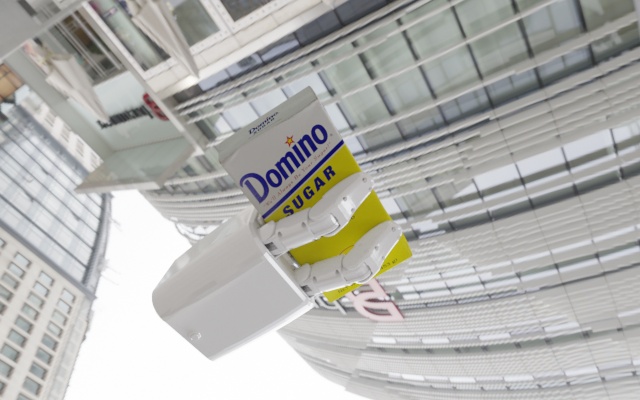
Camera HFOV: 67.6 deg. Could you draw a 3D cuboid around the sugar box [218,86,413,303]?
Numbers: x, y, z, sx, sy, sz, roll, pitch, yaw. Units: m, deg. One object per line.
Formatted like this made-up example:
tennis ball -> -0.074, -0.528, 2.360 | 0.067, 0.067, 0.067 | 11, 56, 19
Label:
sugar box -> 0.000, 0.002, 0.414 | 0.093, 0.176, 0.048 | -32, 31, 7
